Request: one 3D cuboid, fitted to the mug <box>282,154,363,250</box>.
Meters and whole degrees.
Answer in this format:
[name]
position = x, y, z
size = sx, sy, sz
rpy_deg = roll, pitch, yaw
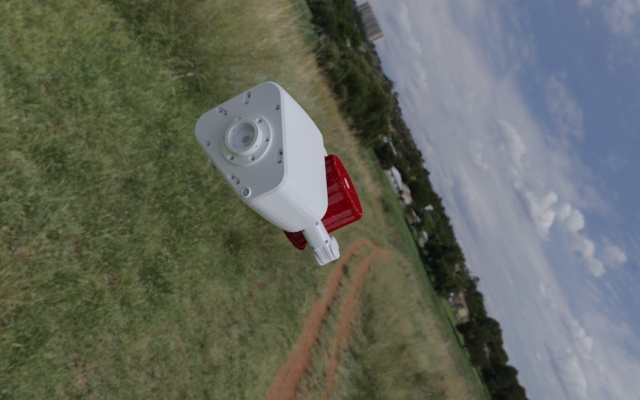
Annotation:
[mug]
position = 0.001, 0.002, 0.559
size = 0.081, 0.093, 0.117
rpy_deg = -24, -21, 10
